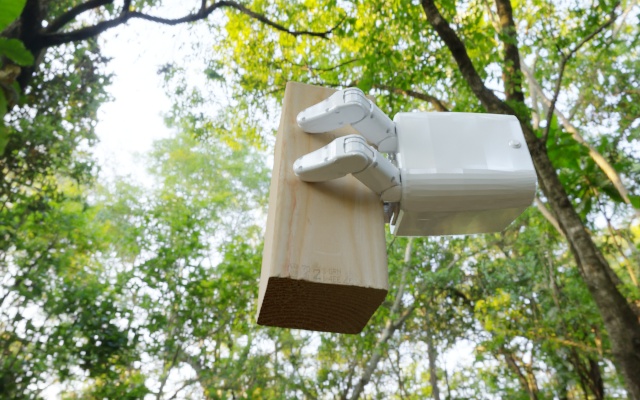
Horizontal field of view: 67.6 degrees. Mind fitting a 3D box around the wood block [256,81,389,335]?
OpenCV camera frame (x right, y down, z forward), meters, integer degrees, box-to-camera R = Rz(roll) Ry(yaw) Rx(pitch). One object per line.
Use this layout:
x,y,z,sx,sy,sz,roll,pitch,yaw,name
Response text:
0.000,0.002,0.426,0.090,0.206,0.091,8,-38,-8,wood block
